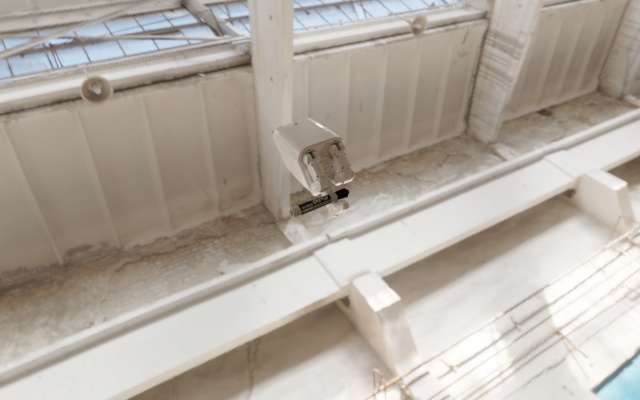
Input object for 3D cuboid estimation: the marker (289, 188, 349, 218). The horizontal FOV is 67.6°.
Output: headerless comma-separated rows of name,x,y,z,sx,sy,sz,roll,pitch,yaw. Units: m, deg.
marker,0.000,0.003,0.858,0.121,0.020,0.020,-21,9,-25
